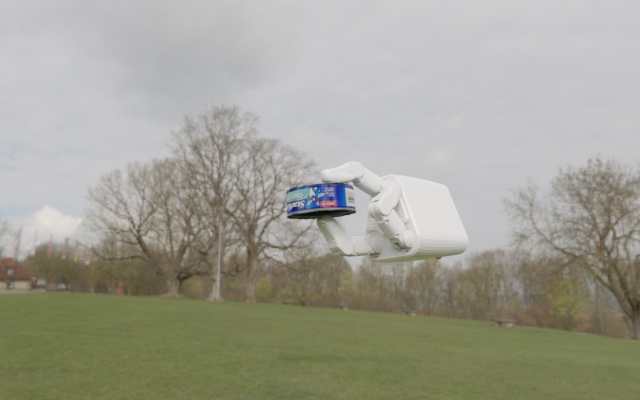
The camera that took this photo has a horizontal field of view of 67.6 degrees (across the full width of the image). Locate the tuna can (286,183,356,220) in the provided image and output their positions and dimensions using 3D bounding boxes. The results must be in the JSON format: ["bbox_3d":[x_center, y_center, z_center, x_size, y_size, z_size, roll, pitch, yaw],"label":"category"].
[{"bbox_3d":[0.000,0.001,0.589,0.086,0.033,0.086,-4,-8,-1],"label":"tuna can"}]
